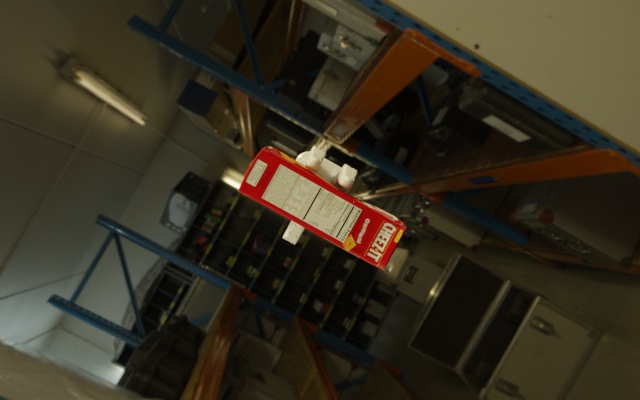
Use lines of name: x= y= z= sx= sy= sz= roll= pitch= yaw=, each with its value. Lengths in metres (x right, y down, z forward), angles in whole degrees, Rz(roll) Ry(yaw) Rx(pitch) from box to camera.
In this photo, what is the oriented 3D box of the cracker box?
cracker box: x=0.000 y=0.002 z=0.673 sx=0.214 sy=0.072 sz=0.164 roll=29 pitch=4 yaw=-6
